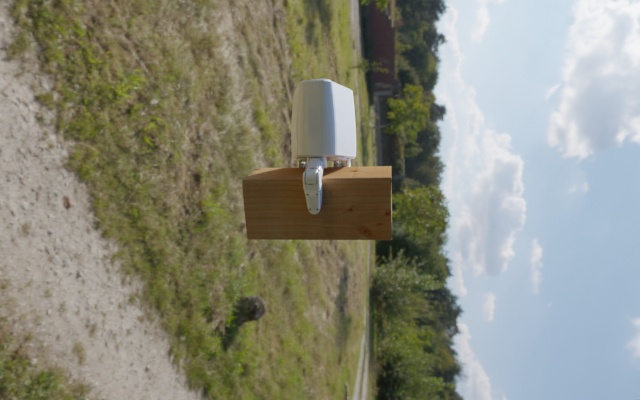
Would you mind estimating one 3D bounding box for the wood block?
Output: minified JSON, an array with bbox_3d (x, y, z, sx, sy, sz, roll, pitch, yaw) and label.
[{"bbox_3d":[0.000,0.002,0.699,0.206,0.090,0.090,0,15,9],"label":"wood block"}]
